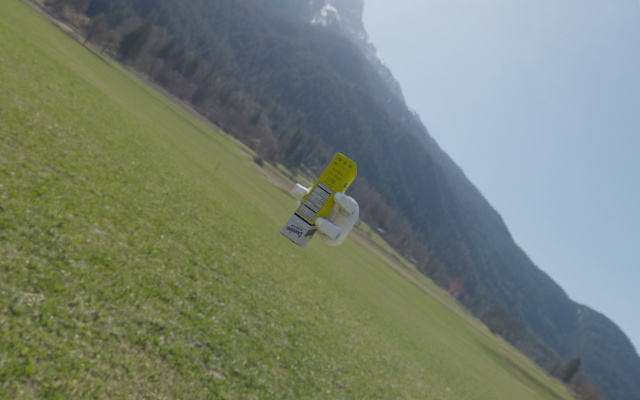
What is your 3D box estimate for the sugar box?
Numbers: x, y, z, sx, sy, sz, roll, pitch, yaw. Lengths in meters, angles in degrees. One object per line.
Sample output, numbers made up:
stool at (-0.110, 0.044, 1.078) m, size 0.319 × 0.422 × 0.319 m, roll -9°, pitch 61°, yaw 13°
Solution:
sugar box at (0.001, 0.003, 0.865) m, size 0.048 × 0.176 × 0.093 m, roll 33°, pitch -5°, yaw 10°
